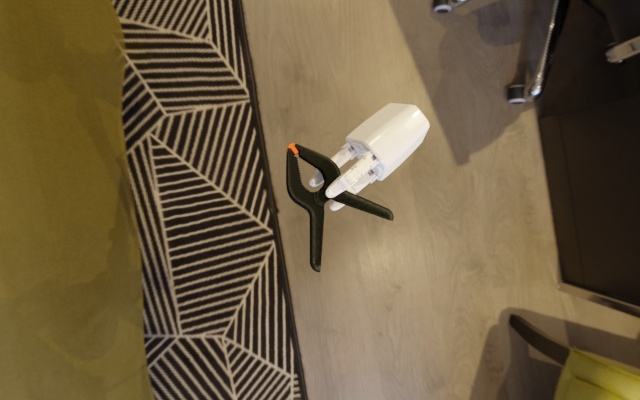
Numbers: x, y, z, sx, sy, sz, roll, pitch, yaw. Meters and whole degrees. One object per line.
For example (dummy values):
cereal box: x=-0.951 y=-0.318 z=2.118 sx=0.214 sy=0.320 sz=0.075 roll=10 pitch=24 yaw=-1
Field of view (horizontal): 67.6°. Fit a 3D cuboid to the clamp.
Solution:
clamp: x=0.000 y=0.002 z=0.791 sx=0.164 sy=0.210 sz=0.036 roll=-41 pitch=6 yaw=-9
